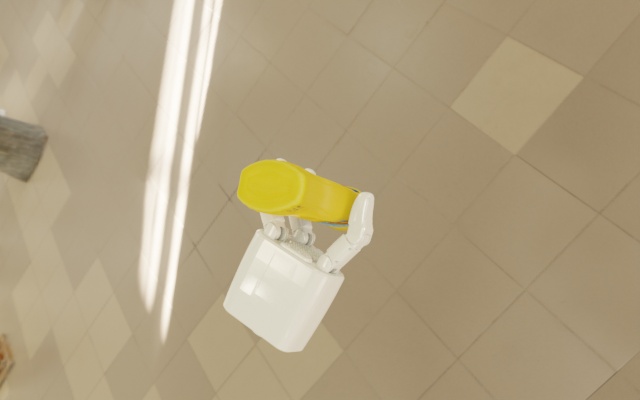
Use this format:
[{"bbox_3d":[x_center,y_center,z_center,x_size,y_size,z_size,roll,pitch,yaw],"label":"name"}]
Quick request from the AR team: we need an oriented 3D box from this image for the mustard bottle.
[{"bbox_3d":[0.000,0.001,0.569,0.096,0.058,0.192,4,-8,37],"label":"mustard bottle"}]
